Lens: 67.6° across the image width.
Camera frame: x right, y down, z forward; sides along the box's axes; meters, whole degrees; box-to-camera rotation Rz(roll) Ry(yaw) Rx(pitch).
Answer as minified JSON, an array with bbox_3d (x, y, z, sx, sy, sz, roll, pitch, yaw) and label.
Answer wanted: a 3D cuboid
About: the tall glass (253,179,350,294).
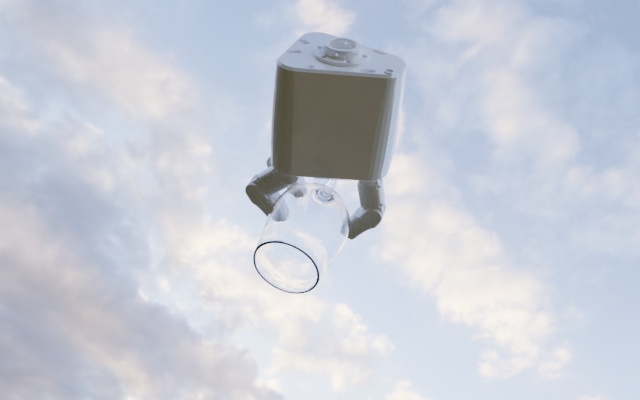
[{"bbox_3d":[0.000,0.001,0.488,0.079,0.079,0.201,0,36,22],"label":"tall glass"}]
